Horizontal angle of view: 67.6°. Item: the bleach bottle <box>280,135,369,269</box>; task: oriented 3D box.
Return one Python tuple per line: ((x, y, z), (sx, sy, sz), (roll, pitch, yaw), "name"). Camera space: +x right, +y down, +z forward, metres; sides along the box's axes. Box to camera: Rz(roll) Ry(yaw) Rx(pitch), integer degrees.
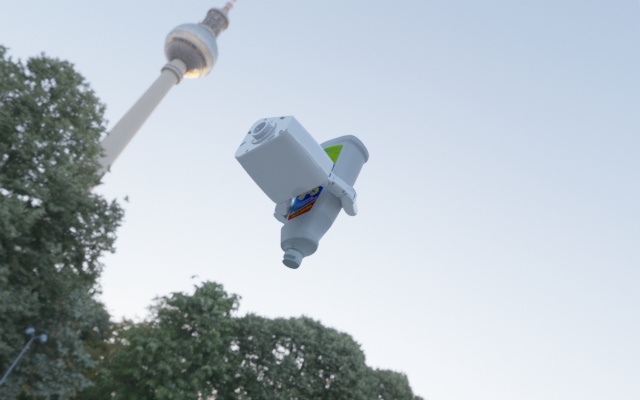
((0.000, 0.003, 0.800), (0.102, 0.250, 0.068), (-12, -48, 39), "bleach bottle")
